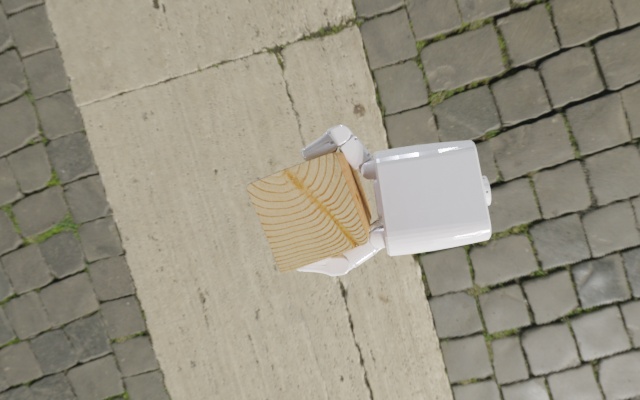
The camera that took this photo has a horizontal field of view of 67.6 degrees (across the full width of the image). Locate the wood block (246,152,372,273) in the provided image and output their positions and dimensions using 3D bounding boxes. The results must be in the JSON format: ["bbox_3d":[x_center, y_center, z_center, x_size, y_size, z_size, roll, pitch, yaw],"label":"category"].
[{"bbox_3d":[0.000,0.001,0.532,0.090,0.091,0.206,-20,3,9],"label":"wood block"}]
